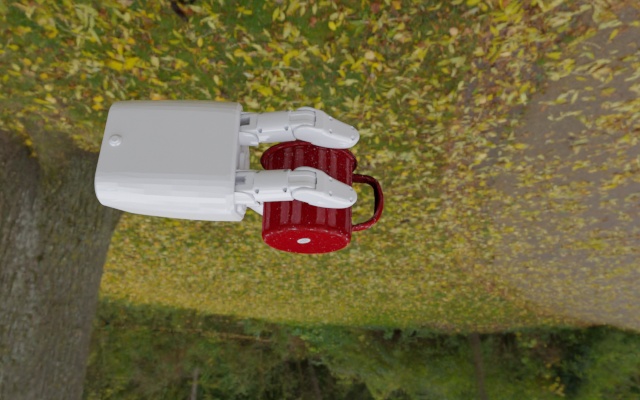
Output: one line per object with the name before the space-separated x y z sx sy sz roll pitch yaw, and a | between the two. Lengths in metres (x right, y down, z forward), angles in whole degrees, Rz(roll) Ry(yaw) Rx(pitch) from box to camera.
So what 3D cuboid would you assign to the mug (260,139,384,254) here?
mug | 0.002 0.002 0.443 0.117 0.081 0.093 2 -22 -2
